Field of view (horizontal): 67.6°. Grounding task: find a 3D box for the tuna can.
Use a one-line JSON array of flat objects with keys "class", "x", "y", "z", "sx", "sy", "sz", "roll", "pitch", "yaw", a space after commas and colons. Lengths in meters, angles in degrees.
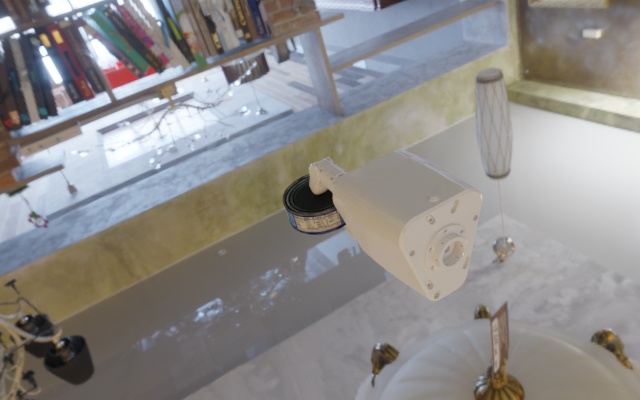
[{"class": "tuna can", "x": 0.000, "y": 0.002, "z": 0.569, "sx": 0.086, "sy": 0.034, "sz": 0.086, "roll": -10, "pitch": 35, "yaw": 7}]
